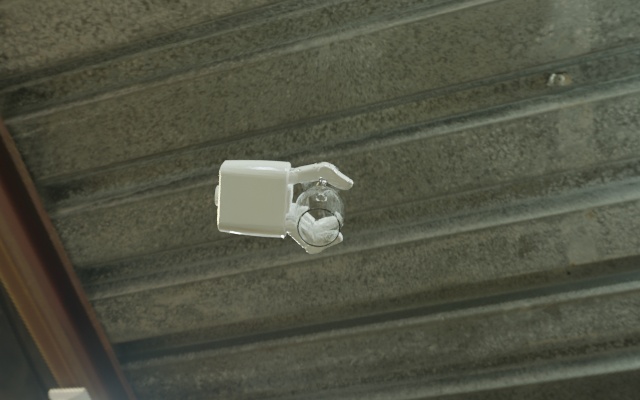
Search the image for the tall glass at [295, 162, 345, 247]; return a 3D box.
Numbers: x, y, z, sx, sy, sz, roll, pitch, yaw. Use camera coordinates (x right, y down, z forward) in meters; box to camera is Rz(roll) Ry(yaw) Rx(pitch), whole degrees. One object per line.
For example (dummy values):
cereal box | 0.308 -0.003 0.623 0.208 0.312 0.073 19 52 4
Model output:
tall glass | 0.000 0.002 0.769 0.079 0.079 0.201 0 22 1
